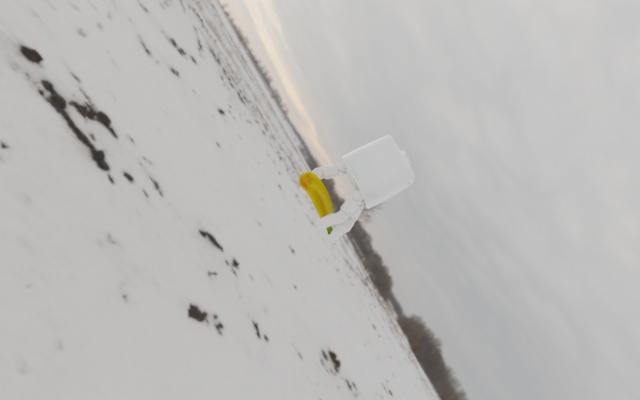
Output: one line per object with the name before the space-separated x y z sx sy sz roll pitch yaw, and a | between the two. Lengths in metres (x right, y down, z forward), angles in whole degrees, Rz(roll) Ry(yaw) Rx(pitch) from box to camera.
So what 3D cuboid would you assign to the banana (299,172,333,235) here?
banana | -0.005 -0.009 0.907 0.037 0.069 0.198 -25 -35 3
